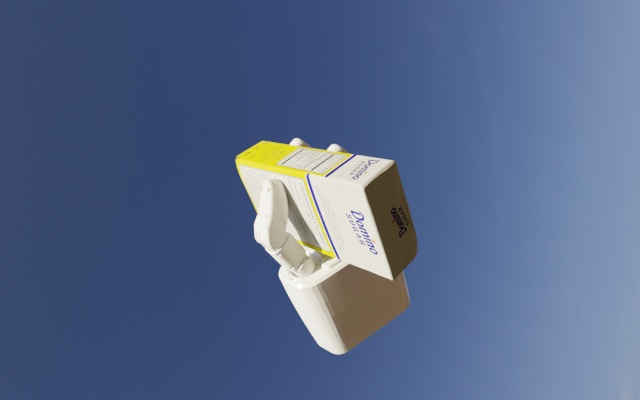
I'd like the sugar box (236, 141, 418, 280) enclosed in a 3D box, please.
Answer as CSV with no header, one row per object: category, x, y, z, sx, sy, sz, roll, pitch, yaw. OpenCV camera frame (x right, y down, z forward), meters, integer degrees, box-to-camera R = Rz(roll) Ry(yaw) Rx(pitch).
sugar box,0.000,0.001,0.430,0.176,0.093,0.048,13,44,45
